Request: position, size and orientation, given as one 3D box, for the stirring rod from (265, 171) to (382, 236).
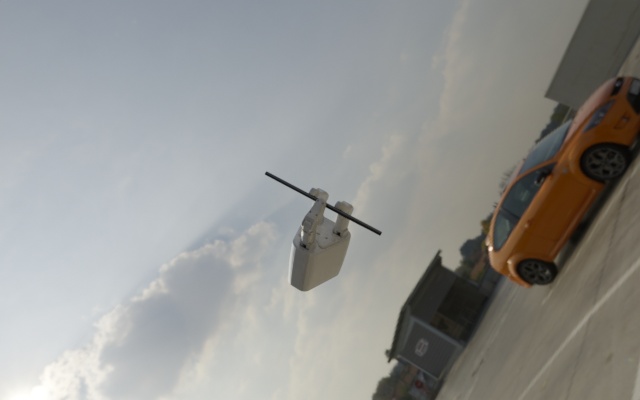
[{"bbox_3d":[0.000,0.003,0.832,0.239,0.011,0.011,28,10,20],"label":"stirring rod"}]
